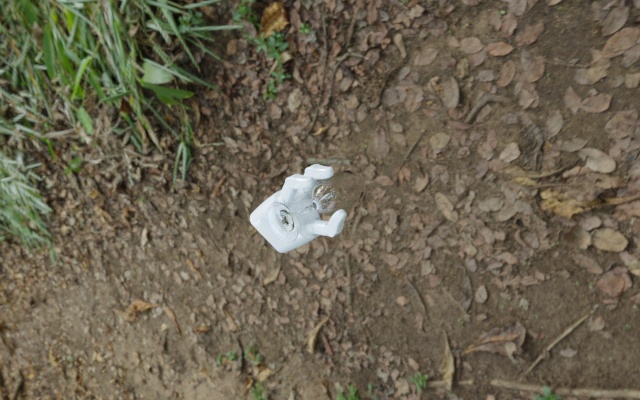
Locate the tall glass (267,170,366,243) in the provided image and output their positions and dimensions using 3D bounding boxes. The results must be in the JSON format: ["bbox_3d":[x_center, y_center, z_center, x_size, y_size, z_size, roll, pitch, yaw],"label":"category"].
[{"bbox_3d":[0.000,0.003,0.873,0.079,0.079,0.201,0,20,44],"label":"tall glass"}]
